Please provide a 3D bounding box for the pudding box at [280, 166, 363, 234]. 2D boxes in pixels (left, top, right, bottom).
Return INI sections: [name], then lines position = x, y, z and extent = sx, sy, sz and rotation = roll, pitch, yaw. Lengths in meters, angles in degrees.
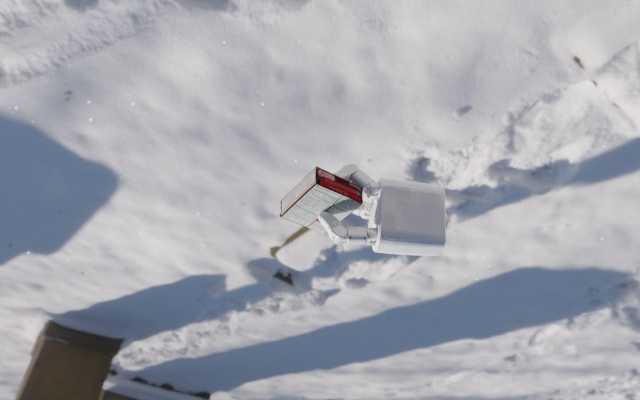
[pudding box]
position = 0.000, 0.003, 0.765
extent = 0.090, 0.039, 0.113
rotation = 24, -44, -25
